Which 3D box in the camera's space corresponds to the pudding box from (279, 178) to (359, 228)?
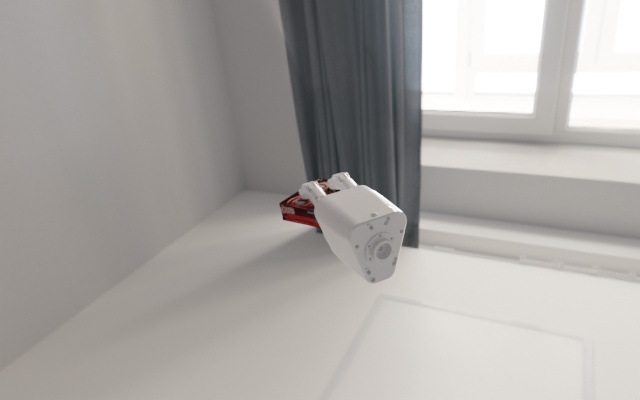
[{"bbox_3d":[0.000,0.003,0.813,0.090,0.039,0.113,11,29,36],"label":"pudding box"}]
